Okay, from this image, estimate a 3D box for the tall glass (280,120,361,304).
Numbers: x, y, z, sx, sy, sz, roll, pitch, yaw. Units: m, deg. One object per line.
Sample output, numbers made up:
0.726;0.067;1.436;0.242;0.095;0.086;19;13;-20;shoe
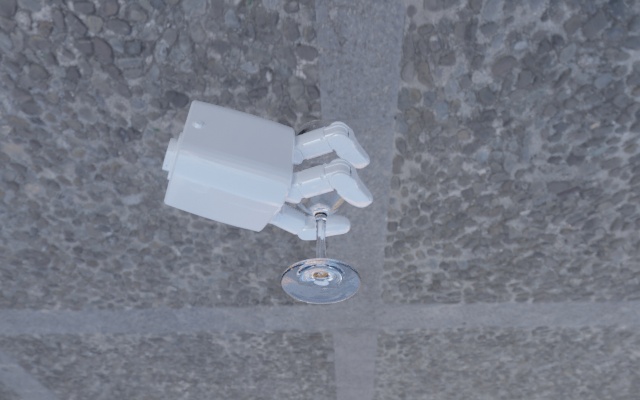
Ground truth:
0.000;0.002;0.503;0.079;0.200;0.079;0;-42;0;tall glass
